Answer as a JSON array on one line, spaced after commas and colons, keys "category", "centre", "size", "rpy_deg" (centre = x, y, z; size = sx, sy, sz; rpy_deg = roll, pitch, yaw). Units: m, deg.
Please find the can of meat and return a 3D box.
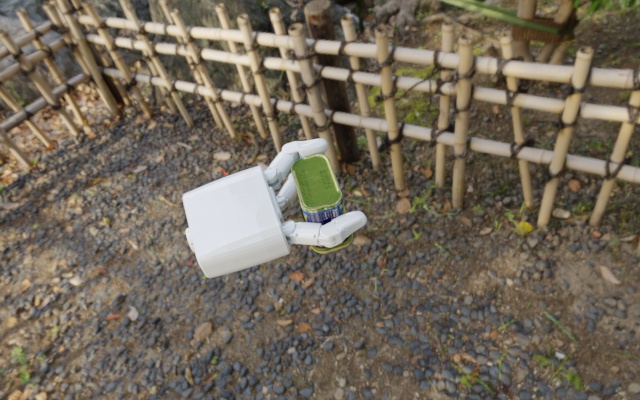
[{"category": "can of meat", "centre": [0.000, 0.002, 0.618], "size": [0.057, 0.102, 0.084], "rpy_deg": [-17, -43, -2]}]
